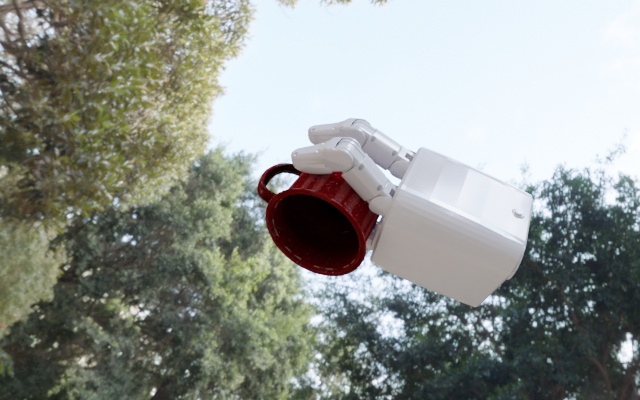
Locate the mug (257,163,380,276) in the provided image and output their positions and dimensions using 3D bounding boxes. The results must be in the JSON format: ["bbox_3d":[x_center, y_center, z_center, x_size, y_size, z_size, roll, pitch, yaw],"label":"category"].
[{"bbox_3d":[-0.001,0.001,0.430,0.117,0.093,0.081,25,44,11],"label":"mug"}]
